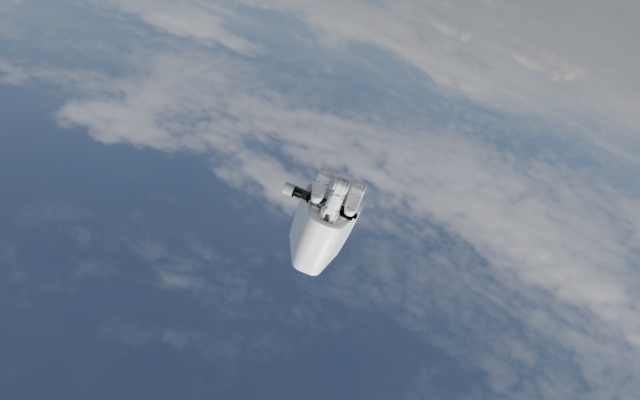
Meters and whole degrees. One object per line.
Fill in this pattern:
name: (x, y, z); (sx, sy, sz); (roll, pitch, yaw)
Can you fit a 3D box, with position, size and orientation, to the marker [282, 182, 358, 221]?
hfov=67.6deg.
marker: (0.000, 0.002, 0.735); (0.121, 0.020, 0.020); (22, 0, -1)
